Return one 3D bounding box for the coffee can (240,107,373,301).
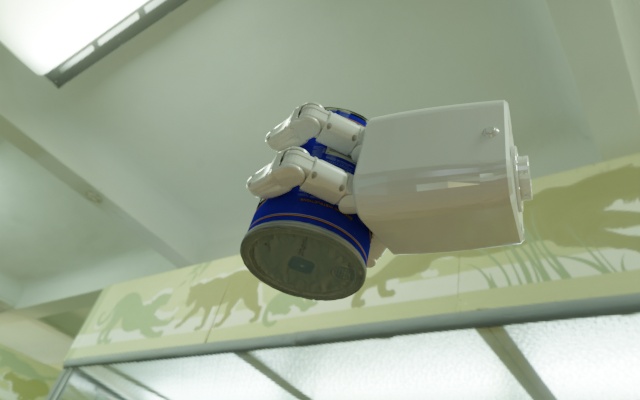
[{"bbox_3d":[0.000,0.002,0.422,0.103,0.140,0.103,10,-39,8],"label":"coffee can"}]
